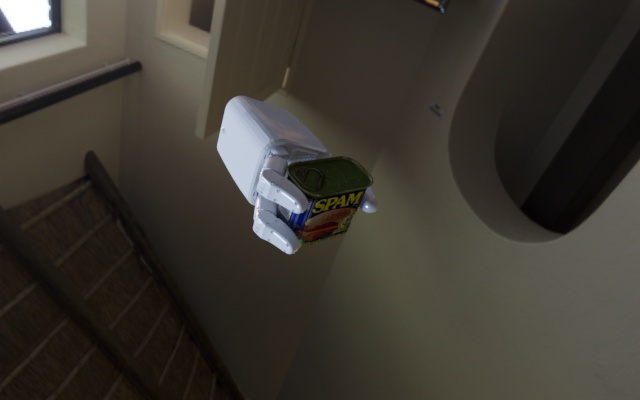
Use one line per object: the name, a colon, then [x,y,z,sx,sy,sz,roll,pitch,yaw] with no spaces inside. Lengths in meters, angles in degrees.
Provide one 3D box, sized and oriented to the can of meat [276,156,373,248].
can of meat: [0.000,0.002,0.554,0.102,0.084,0.057,-12,48,-37]
